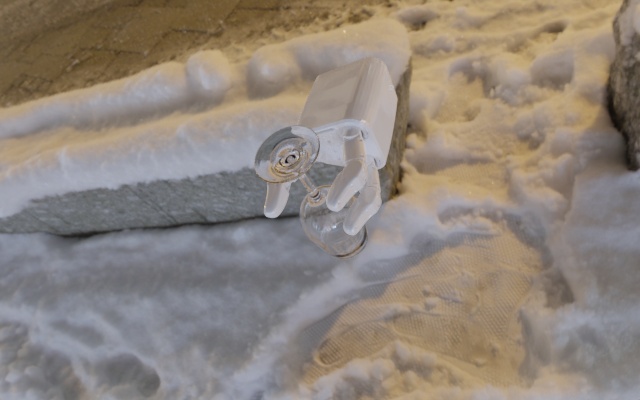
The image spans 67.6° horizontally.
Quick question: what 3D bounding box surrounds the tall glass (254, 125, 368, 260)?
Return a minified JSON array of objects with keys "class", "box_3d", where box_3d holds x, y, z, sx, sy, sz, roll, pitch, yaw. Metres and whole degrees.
[{"class":"tall glass","box_3d":[0.000,0.002,0.569,0.079,0.079,0.201,0,-31,24]}]
